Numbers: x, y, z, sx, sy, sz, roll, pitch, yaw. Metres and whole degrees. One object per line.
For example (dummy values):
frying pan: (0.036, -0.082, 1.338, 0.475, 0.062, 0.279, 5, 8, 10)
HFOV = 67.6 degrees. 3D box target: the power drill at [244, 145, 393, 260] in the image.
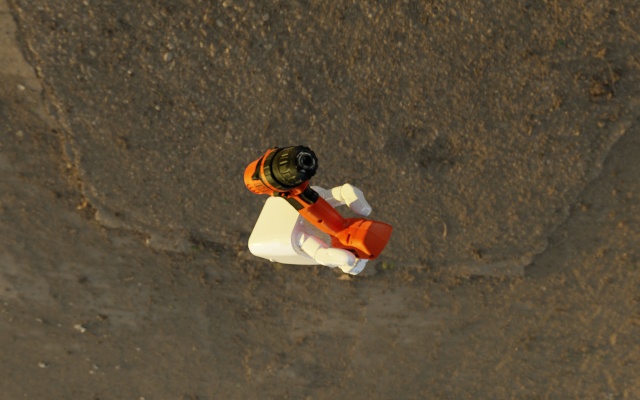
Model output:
power drill: (0.000, 0.002, 0.606, 0.188, 0.057, 0.184, 39, -15, -17)
